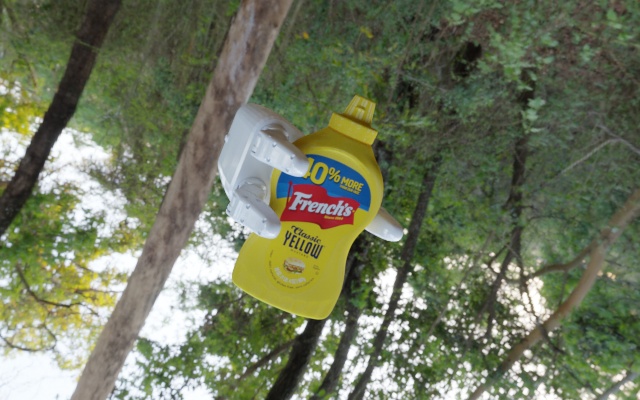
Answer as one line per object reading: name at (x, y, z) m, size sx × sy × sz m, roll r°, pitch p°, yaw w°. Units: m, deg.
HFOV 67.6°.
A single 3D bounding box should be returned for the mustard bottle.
mustard bottle at (0.000, 0.002, 0.414) m, size 0.096 × 0.192 × 0.058 m, roll 23°, pitch 11°, yaw -1°
